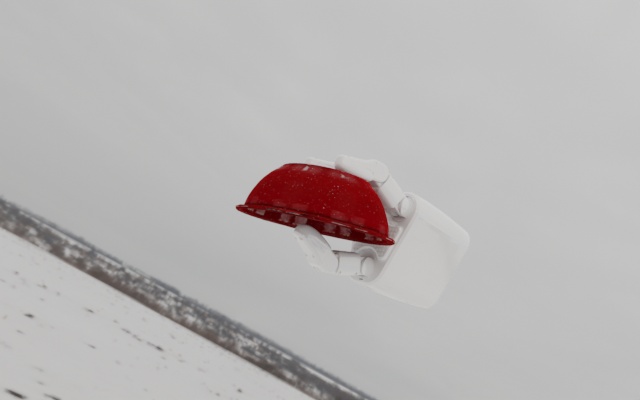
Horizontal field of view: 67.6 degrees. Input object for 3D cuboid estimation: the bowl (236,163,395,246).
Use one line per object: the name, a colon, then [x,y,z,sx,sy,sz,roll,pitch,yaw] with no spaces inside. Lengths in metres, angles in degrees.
bowl: [-0.001,0.001,0.478,0.162,0.055,0.162,12,-7,2]
